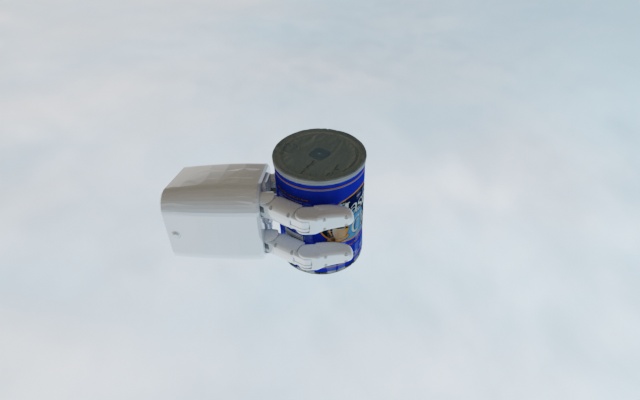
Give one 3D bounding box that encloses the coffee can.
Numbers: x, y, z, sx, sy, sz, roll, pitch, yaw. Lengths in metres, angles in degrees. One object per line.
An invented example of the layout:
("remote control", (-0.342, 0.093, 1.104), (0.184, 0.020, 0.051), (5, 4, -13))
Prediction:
("coffee can", (0.000, 0.002, 0.560), (0.103, 0.140, 0.102), (-1, 39, 1))
